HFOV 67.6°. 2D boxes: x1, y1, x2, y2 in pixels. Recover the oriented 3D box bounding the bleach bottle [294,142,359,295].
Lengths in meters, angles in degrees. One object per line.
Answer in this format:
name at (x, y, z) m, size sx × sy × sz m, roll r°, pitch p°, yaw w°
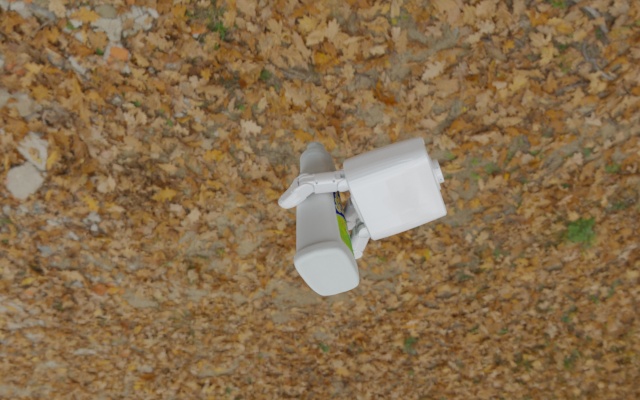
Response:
bleach bottle at (0.000, 0.002, 0.675) m, size 0.068 × 0.250 × 0.103 m, roll -18°, pitch -44°, yaw 12°
